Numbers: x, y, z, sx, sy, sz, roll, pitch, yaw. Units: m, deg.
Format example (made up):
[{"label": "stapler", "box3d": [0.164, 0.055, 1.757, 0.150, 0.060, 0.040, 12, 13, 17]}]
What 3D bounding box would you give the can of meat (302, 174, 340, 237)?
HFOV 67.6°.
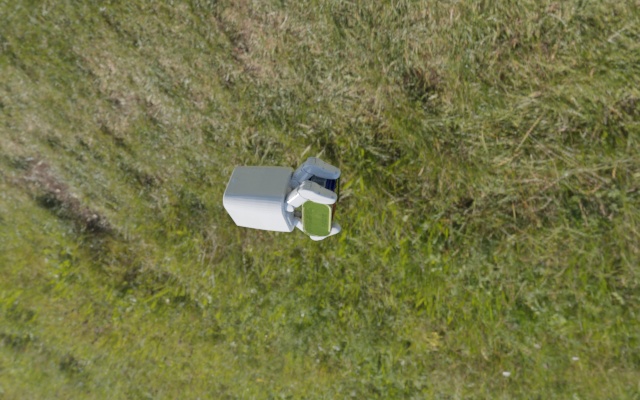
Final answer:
[{"label": "can of meat", "box3d": [0.000, 0.003, 0.837, 0.057, 0.084, 0.102, 7, -41, 6]}]
